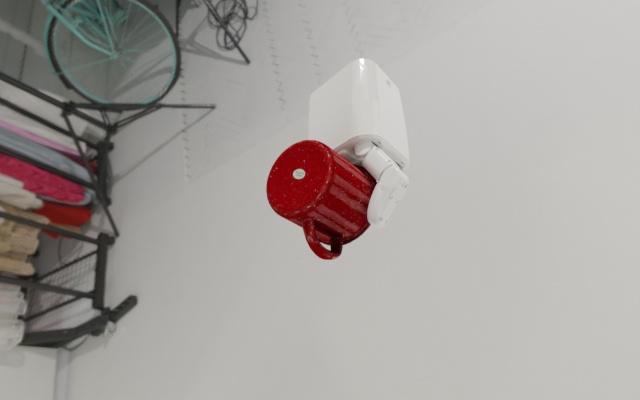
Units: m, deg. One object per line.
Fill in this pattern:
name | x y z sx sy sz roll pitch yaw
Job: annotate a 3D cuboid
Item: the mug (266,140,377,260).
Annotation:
mug | 0.000 0.003 0.475 0.093 0.117 0.081 -17 -29 31
